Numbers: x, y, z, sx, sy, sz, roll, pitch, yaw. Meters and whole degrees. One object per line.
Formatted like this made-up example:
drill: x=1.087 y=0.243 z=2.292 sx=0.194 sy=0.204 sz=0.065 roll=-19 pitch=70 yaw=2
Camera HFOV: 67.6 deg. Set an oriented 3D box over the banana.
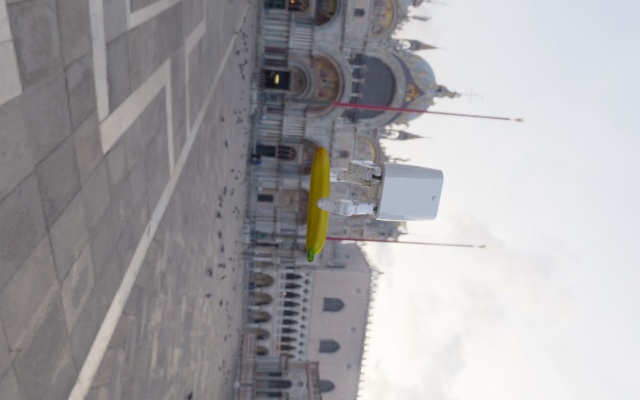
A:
banana: x=-0.002 y=0.008 z=0.837 sx=0.037 sy=0.198 sz=0.069 roll=4 pitch=-6 yaw=-6
